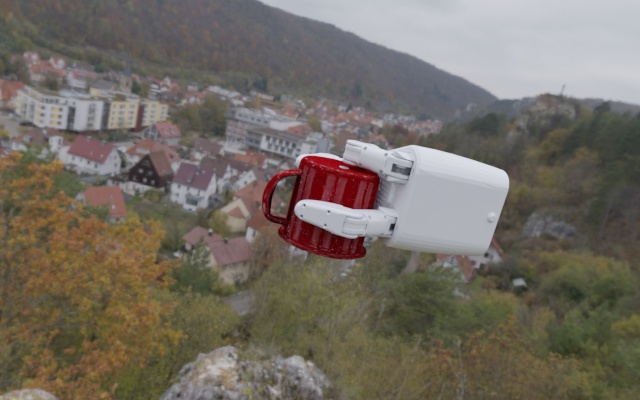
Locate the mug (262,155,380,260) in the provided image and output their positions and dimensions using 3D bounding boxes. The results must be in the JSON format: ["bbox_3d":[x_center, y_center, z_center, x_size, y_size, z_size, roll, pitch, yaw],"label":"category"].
[{"bbox_3d":[-0.001,0.001,0.472,0.117,0.081,0.093,10,13,-20],"label":"mug"}]
